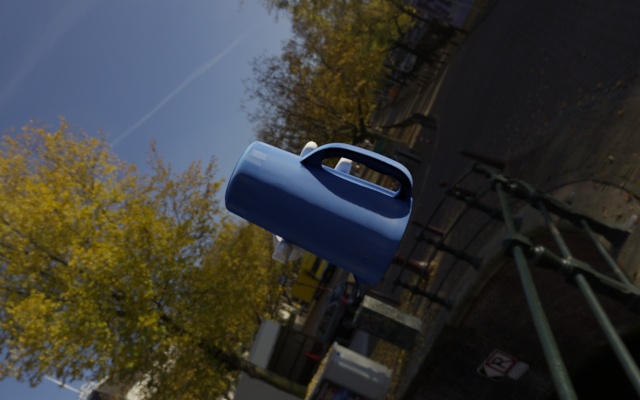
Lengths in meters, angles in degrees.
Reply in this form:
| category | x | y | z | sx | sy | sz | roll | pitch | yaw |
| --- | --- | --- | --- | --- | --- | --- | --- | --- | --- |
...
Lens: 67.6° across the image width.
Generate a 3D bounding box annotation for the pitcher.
| category | x | y | z | sx | sy | sz | roll | pitch | yaw |
| --- | --- | --- | --- | --- | --- | --- | --- | --- | --- |
| pitcher | 0.000 | 0.002 | 0.665 | 0.243 | 0.149 | 0.145 | 24 | -19 | 1 |
